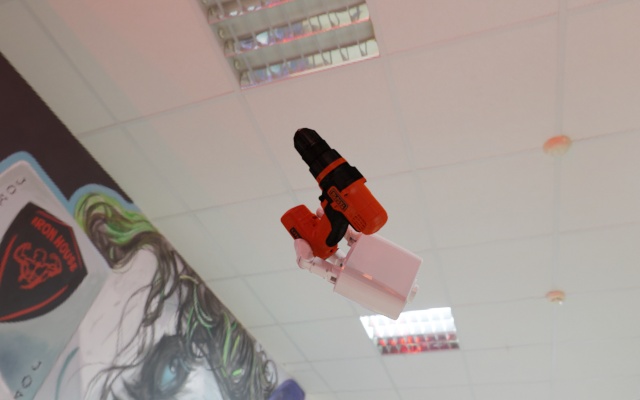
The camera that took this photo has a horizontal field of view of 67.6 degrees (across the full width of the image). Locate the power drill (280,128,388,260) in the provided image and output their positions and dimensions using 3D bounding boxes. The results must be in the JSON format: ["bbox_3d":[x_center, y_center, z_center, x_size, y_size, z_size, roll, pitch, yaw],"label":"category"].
[{"bbox_3d":[0.000,0.003,0.729,0.057,0.184,0.188,-31,-13,-33],"label":"power drill"}]
